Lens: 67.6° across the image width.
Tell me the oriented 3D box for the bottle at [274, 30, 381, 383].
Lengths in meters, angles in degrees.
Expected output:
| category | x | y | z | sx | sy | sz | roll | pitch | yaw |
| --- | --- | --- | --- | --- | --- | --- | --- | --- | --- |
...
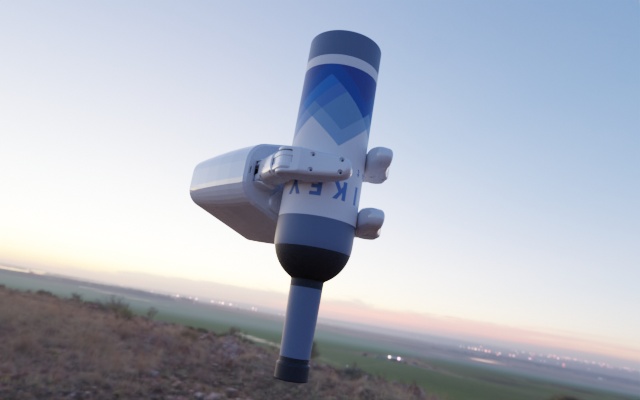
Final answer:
| category | x | y | z | sx | sy | sz | roll | pitch | yaw |
| --- | --- | --- | --- | --- | --- | --- | --- | --- | --- |
| bottle | 0.000 | 0.001 | 0.412 | 0.069 | 0.295 | 0.069 | 9 | -13 | 2 |
